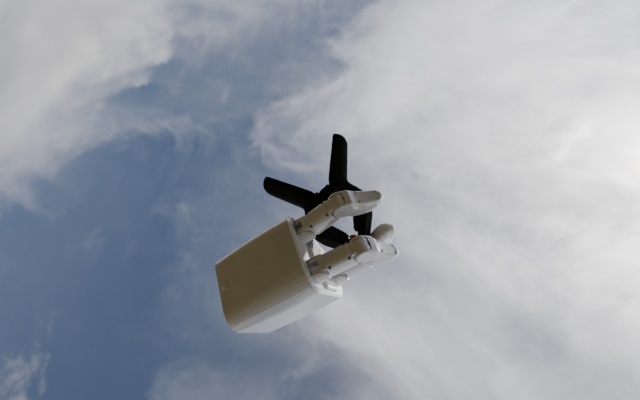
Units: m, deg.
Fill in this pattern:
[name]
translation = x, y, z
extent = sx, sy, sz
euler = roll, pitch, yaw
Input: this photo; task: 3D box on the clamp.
[clamp]
translation = 0.000, 0.002, 0.571
extent = 0.120, 0.171, 0.039
euler = -29, -40, 9
